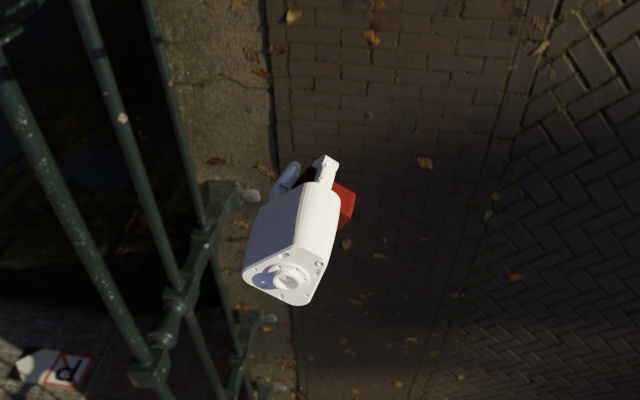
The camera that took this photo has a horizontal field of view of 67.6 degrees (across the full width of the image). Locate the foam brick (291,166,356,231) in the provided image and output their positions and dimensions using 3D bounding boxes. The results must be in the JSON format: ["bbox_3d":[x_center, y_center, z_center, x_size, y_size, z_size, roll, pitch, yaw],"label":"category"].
[{"bbox_3d":[0.000,0.002,0.648,0.078,0.051,0.053,29,-47,-17],"label":"foam brick"}]
